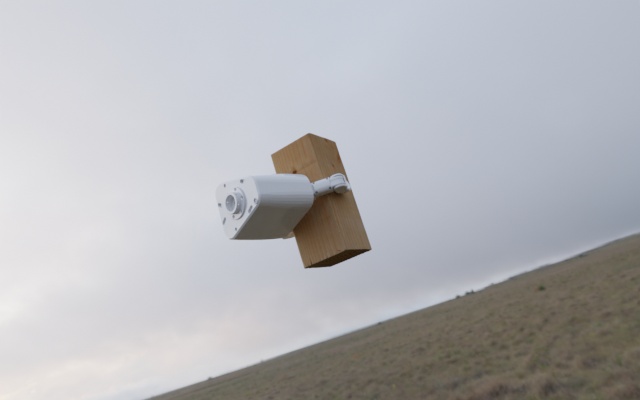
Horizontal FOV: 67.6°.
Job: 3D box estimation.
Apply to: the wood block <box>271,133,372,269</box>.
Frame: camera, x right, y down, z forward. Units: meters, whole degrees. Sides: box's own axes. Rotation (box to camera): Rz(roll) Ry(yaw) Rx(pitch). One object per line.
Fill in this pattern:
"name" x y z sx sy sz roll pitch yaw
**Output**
"wood block" 0.000 0.002 0.813 0.091 0.206 0.090 -26 -18 28
